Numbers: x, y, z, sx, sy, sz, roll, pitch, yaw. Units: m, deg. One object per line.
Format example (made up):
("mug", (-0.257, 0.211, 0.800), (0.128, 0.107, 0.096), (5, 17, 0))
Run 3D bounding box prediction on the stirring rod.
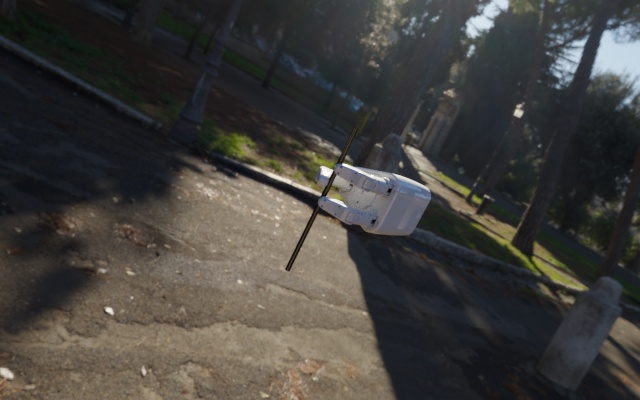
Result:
("stirring rod", (0.000, 0.002, 0.709), (0.011, 0.239, 0.011), (24, 14, -6))
